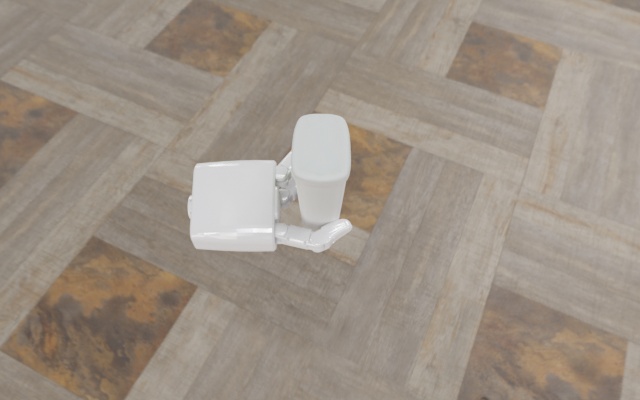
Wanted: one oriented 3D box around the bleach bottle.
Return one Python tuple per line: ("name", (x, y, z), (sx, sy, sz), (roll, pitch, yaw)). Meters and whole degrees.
("bleach bottle", (0.000, 0.002, 0.644), (0.068, 0.102, 0.251), (1, -32, 0))
